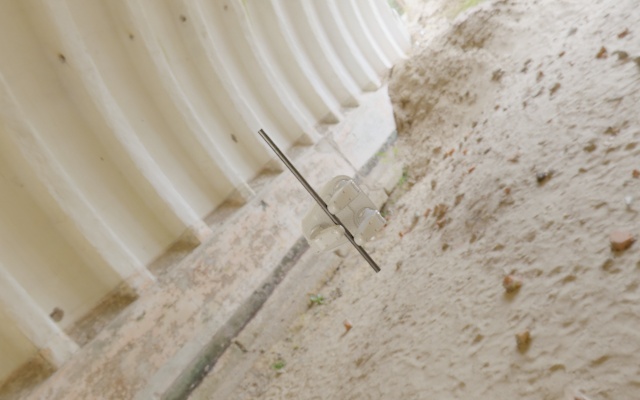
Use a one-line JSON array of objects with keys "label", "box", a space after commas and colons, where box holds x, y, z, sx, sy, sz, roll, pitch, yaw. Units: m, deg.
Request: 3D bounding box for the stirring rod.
[{"label": "stirring rod", "box": [0.000, 0.002, 0.620, 0.011, 0.239, 0.011, -40, 6, 5]}]
